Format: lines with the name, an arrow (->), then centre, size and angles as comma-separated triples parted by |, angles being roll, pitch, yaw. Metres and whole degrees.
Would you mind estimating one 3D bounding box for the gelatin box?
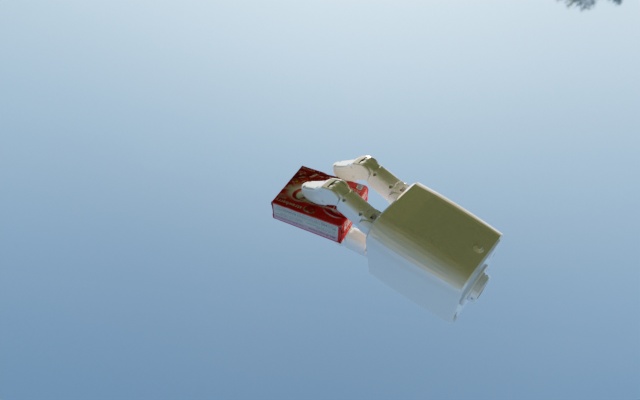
gelatin box -> 0.000, 0.002, 0.546 | 0.089, 0.030, 0.073 | 19, 47, 19
